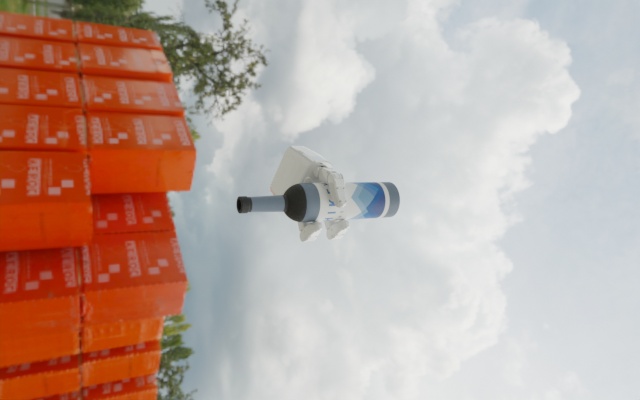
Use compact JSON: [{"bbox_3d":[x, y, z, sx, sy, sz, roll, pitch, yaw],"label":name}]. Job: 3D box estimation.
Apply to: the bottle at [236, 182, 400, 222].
[{"bbox_3d":[0.000,0.003,0.824,0.296,0.069,0.069,-2,1,-29],"label":"bottle"}]
